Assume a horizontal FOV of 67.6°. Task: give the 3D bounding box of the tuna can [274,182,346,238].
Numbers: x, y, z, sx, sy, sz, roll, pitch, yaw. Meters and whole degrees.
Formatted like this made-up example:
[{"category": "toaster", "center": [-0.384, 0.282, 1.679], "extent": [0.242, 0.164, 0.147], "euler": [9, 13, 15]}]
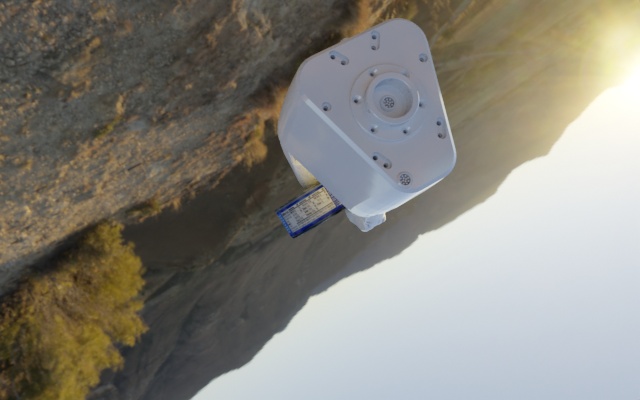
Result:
[{"category": "tuna can", "center": [0.000, 0.002, 0.466], "extent": [0.086, 0.034, 0.086], "euler": [-32, 1, 0]}]
